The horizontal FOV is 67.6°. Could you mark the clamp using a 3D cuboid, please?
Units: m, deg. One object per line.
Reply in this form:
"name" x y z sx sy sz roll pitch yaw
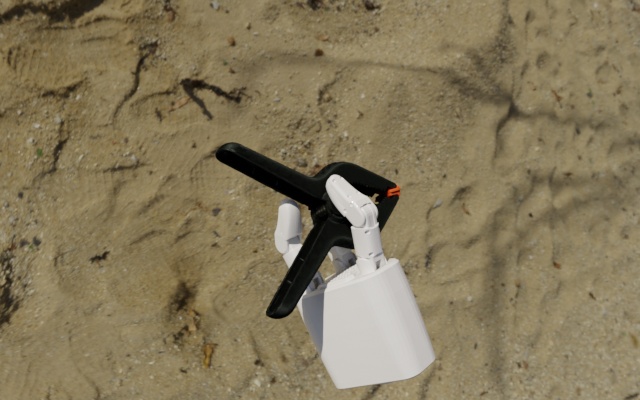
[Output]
"clamp" 0.001 0.001 0.482 0.210 0.164 0.036 -22 -2 -40
